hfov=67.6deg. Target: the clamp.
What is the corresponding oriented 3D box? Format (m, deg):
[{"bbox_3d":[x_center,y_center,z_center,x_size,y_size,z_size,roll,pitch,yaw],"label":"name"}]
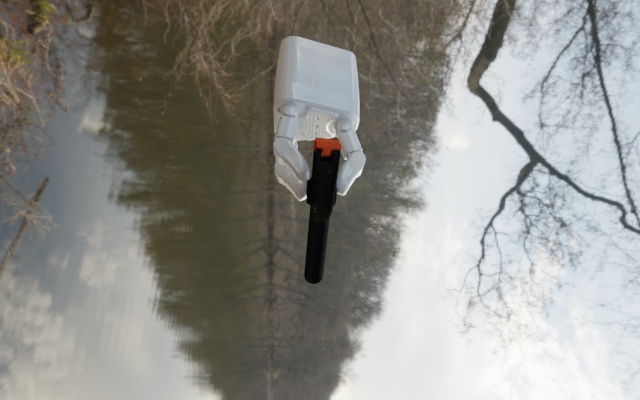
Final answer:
[{"bbox_3d":[0.001,0.002,0.579,0.036,0.164,0.210,3,-24,-3],"label":"clamp"}]
